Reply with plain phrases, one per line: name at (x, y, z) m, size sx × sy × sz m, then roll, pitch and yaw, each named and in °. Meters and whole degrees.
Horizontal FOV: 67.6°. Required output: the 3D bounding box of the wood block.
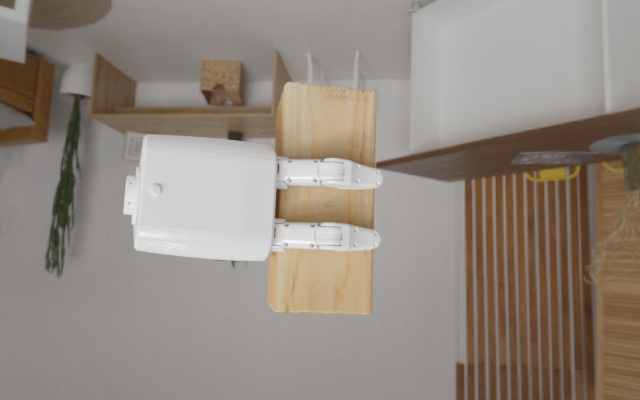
wood block at (0.000, 0.002, 0.470) m, size 0.090 × 0.206 × 0.091 m, roll 4°, pitch -7°, yaw -10°
